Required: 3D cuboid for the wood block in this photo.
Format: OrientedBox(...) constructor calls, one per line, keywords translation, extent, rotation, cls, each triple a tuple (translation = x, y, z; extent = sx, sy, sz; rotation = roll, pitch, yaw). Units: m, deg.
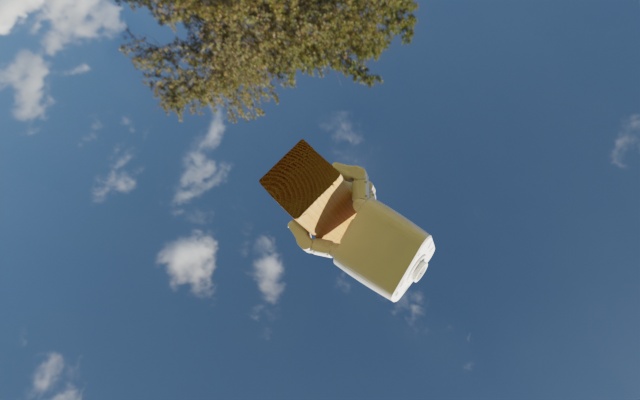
OrientedBox(translation=(0.000, 0.003, 0.753), extent=(0.090, 0.091, 0.206), rotation=(44, -2, 26), cls="wood block")
